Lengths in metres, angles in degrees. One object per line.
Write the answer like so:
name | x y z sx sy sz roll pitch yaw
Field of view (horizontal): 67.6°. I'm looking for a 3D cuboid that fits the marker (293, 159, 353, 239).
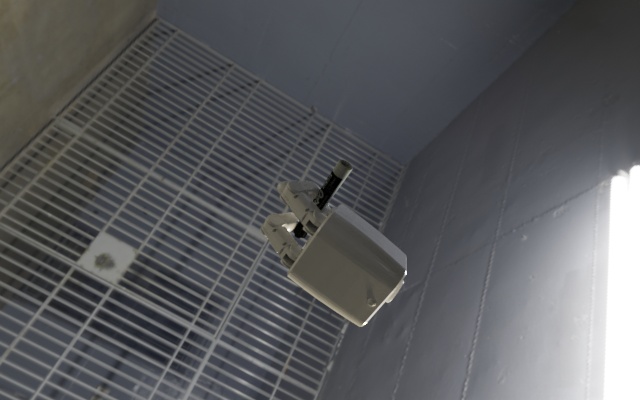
marker | 0.000 0.002 0.583 0.020 0.121 0.020 26 29 -16
